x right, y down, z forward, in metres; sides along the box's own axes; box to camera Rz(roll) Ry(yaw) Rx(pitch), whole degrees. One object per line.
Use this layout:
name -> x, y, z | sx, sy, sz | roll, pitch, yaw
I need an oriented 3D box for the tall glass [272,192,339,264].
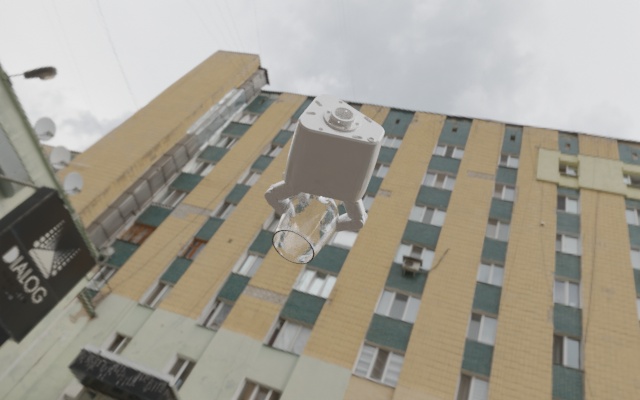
tall glass -> 0.000, 0.002, 0.705 | 0.079, 0.079, 0.201 | 0, 38, 28
